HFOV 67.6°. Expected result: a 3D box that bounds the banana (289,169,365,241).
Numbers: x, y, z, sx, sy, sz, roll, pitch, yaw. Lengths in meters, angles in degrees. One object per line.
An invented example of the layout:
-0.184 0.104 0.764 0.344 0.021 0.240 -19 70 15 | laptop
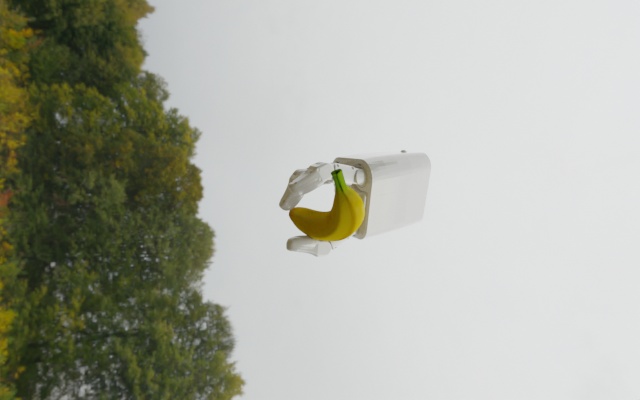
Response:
0.009 0.018 0.579 0.037 0.069 0.198 -22 -6 -24 | banana
